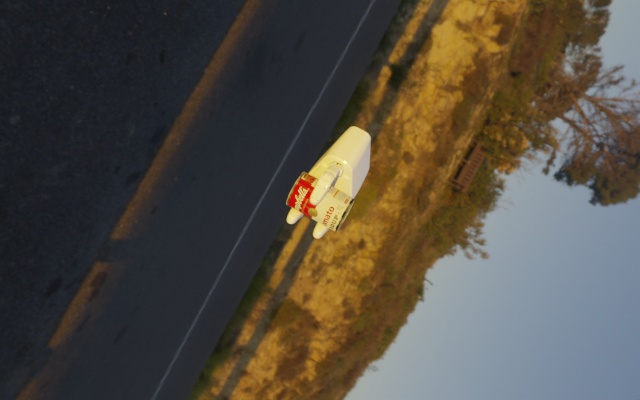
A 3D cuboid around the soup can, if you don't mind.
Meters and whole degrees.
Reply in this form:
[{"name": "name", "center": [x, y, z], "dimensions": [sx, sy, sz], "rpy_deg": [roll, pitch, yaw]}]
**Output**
[{"name": "soup can", "center": [0.000, 0.003, 0.842], "dimensions": [0.102, 0.068, 0.068], "rpy_deg": [29, 3, 6]}]
